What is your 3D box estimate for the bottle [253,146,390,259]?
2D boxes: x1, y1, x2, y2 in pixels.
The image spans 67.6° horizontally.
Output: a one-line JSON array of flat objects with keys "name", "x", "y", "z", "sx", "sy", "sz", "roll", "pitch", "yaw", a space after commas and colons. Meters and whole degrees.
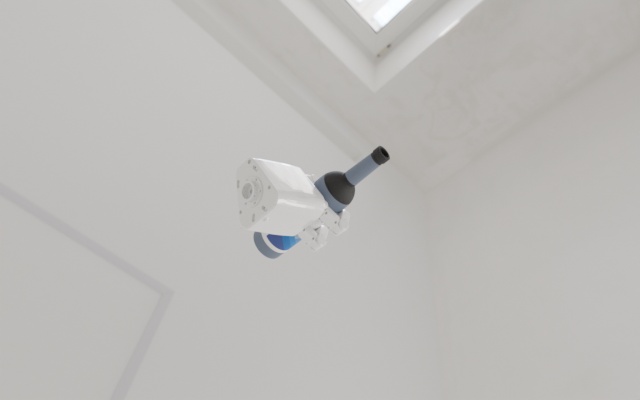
[{"name": "bottle", "x": 0.000, "y": 0.003, "z": 0.823, "sx": 0.296, "sy": 0.069, "sz": 0.069, "roll": -38, "pitch": -22, "yaw": 30}]
